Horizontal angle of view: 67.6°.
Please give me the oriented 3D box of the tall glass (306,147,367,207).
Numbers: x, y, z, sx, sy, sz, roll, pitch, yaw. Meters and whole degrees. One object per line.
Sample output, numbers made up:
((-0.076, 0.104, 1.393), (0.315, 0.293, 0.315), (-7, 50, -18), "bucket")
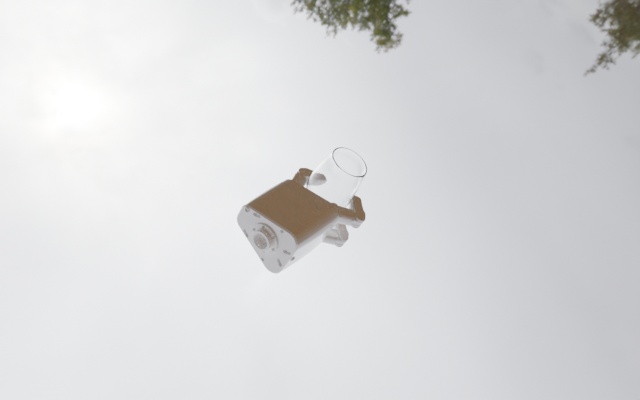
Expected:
((0.000, 0.003, 0.794), (0.079, 0.079, 0.201), (0, -39, -36), "tall glass")
